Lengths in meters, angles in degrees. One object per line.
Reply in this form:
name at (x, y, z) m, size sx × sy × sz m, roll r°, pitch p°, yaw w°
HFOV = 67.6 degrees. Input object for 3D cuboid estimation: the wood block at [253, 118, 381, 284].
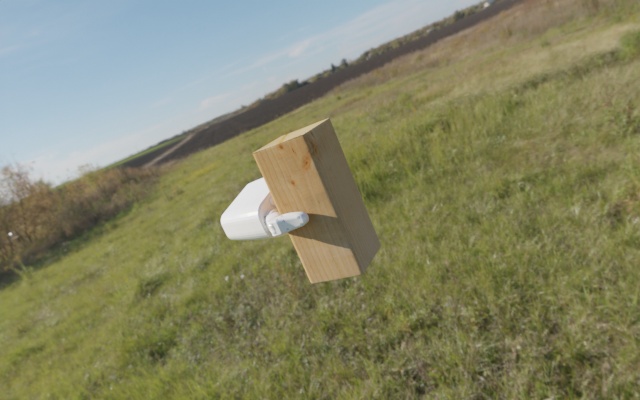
wood block at (0.000, 0.002, 0.680) m, size 0.090 × 0.206 × 0.090 m, roll -16°, pitch 15°, yaw 30°
